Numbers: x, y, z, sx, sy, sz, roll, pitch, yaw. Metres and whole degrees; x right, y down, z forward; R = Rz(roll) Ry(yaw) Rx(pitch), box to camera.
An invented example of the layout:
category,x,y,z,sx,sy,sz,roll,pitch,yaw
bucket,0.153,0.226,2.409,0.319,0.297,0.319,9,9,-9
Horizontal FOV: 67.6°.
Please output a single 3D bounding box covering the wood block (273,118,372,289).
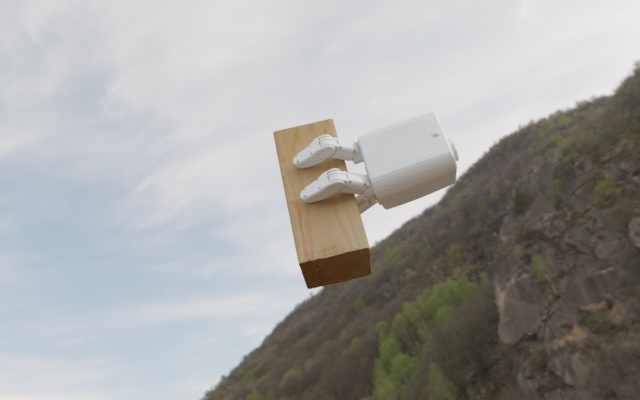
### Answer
category,x,y,z,sx,sy,sz,roll,pitch,yaw
wood block,0.001,0.002,0.652,0.090,0.206,0.091,-13,-32,0
